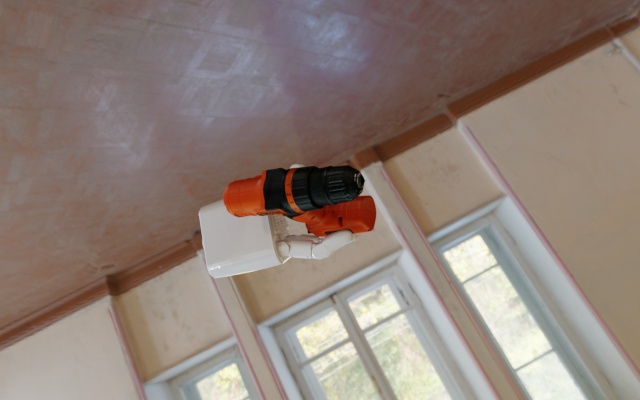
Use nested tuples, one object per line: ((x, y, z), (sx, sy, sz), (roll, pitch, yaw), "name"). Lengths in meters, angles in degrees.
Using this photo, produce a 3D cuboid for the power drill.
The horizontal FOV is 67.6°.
((0.000, 0.002, 0.609), (0.184, 0.057, 0.188), (-5, -16, 30), "power drill")
